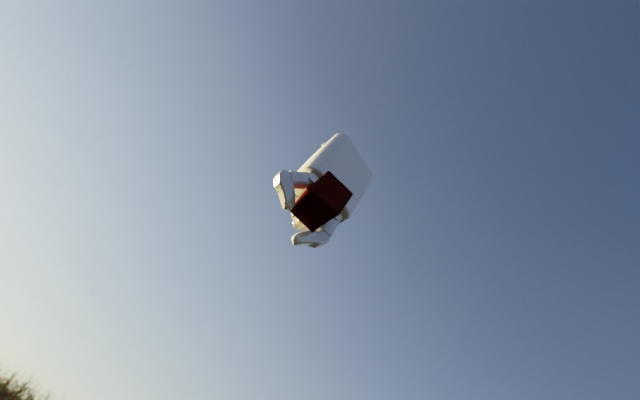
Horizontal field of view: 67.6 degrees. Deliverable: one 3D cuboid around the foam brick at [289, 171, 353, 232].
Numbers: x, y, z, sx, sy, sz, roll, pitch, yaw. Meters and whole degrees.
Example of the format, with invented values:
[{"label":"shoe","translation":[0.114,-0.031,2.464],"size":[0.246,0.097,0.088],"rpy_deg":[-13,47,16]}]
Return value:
[{"label":"foam brick","translation":[0.000,0.002,0.712],"size":[0.078,0.053,0.051],"rpy_deg":[-36,12,52]}]
